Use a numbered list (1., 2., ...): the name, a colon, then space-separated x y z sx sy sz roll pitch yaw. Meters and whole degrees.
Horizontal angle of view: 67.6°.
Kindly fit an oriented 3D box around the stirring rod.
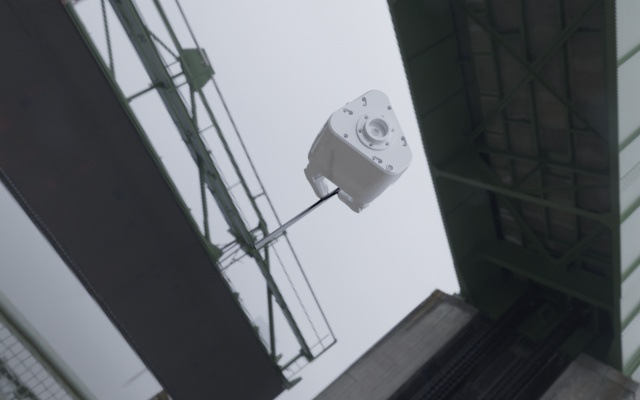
1. stirring rod: 0.000 0.002 0.715 0.239 0.011 0.011 -34 14 -21
